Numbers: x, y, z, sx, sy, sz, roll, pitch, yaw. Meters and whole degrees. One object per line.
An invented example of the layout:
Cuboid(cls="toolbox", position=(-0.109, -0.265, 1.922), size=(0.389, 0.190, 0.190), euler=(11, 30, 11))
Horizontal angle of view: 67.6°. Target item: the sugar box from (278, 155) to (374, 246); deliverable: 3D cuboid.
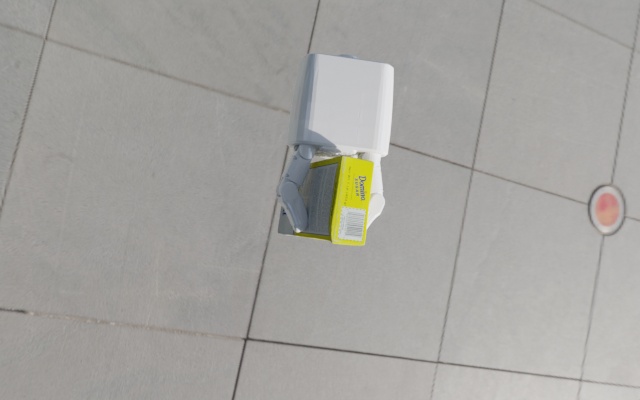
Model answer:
Cuboid(cls="sugar box", position=(0.001, 0.002, 0.577), size=(0.048, 0.093, 0.176), euler=(9, -4, -21))
